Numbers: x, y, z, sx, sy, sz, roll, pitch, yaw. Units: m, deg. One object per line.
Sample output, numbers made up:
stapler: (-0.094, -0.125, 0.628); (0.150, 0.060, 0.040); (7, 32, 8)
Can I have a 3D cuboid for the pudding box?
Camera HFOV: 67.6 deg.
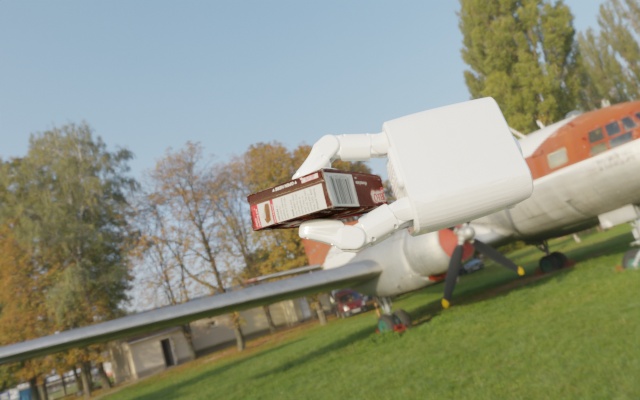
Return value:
pudding box: (0.000, 0.001, 0.459); (0.090, 0.039, 0.113); (-18, -12, 31)
